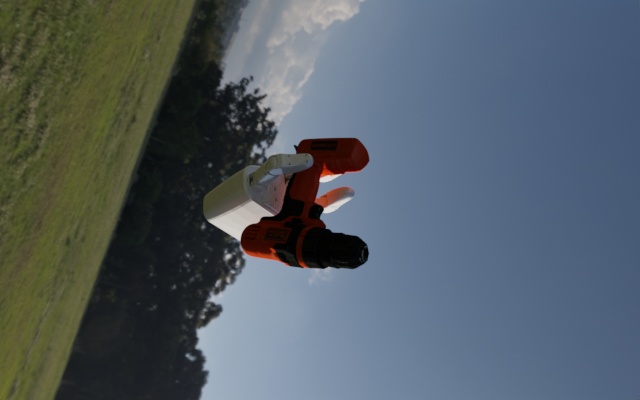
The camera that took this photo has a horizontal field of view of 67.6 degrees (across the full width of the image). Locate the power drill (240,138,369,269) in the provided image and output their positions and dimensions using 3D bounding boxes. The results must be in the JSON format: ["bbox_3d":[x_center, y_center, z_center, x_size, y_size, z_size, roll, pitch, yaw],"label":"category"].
[{"bbox_3d":[0.000,0.002,0.629,0.184,0.187,0.057,4,-35,32],"label":"power drill"}]
